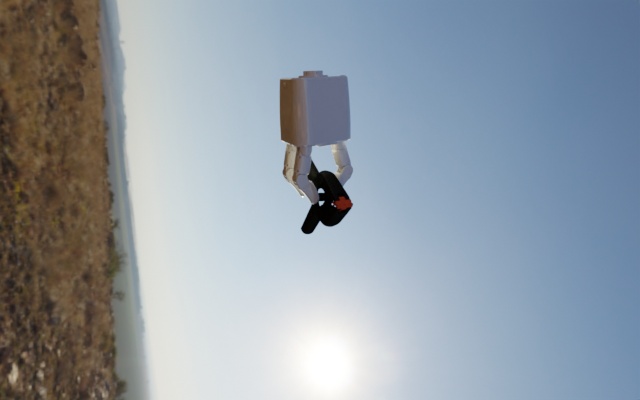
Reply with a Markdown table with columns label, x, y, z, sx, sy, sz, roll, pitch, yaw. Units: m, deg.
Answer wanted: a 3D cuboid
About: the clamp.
| label | x | y | z | sx | sy | sz | roll | pitch | yaw |
| --- | --- | --- | --- | --- | --- | --- | --- | --- | --- |
| clamp | 0.001 | 0.003 | 0.831 | 0.036 | 0.164 | 0.210 | -9 | 17 | -20 |
